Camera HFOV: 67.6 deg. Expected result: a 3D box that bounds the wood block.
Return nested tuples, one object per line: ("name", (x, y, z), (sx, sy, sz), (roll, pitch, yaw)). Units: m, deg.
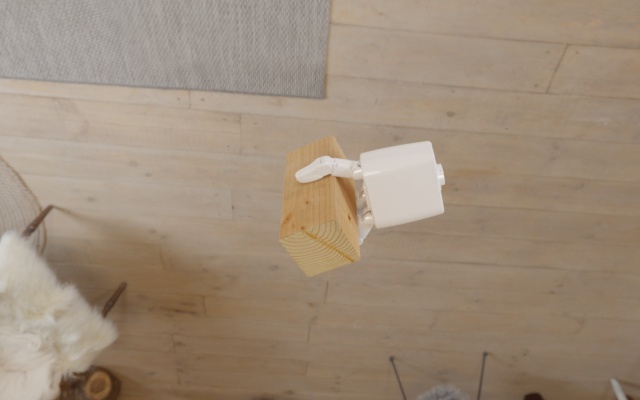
("wood block", (0.000, 0.002, 0.749), (0.090, 0.091, 0.206), (-20, 38, 17))
